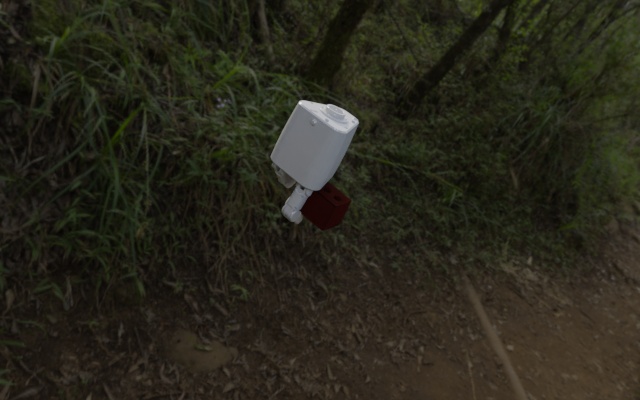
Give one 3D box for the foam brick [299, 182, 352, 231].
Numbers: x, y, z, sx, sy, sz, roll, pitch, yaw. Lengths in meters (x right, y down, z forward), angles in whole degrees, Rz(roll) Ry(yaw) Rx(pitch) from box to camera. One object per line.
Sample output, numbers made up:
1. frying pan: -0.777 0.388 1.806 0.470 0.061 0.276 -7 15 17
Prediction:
1. foam brick: 0.000 0.003 0.774 0.078 0.051 0.053 39 28 20
